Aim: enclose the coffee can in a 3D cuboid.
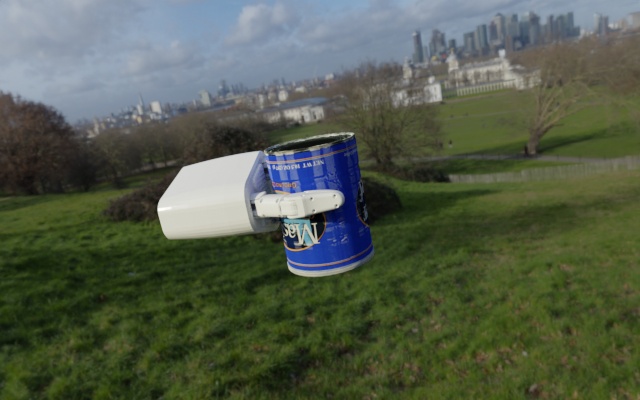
[{"bbox_3d":[0.000,0.002,0.544,0.103,0.140,0.102,-10,14,2],"label":"coffee can"}]
